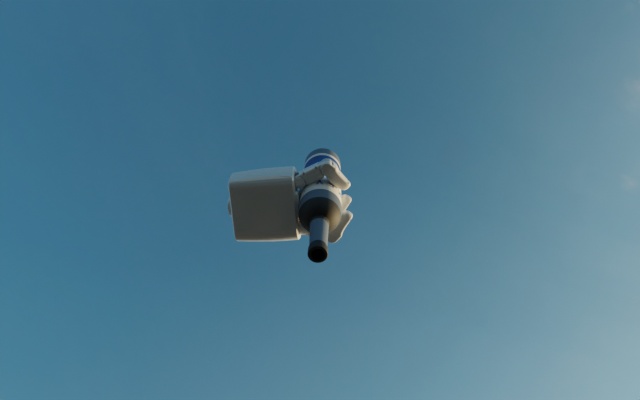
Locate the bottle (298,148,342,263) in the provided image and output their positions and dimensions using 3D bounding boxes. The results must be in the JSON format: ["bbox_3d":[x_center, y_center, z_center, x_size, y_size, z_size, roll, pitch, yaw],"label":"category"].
[{"bbox_3d":[0.000,0.002,0.763,0.069,0.069,0.295,0,28,2],"label":"bottle"}]
